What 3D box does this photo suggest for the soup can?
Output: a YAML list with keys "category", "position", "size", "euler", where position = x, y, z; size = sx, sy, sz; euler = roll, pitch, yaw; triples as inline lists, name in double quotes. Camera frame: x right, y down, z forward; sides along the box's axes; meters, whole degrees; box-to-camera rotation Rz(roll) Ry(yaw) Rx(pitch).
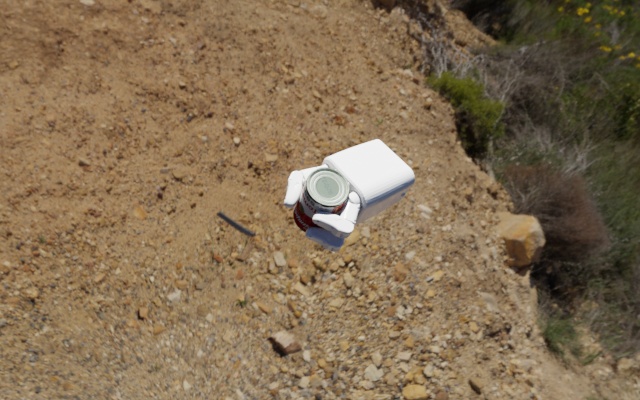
- category: "soup can"
  position: [0.000, 0.002, 0.737]
  size: [0.068, 0.068, 0.102]
  euler: [0, -27, -15]
